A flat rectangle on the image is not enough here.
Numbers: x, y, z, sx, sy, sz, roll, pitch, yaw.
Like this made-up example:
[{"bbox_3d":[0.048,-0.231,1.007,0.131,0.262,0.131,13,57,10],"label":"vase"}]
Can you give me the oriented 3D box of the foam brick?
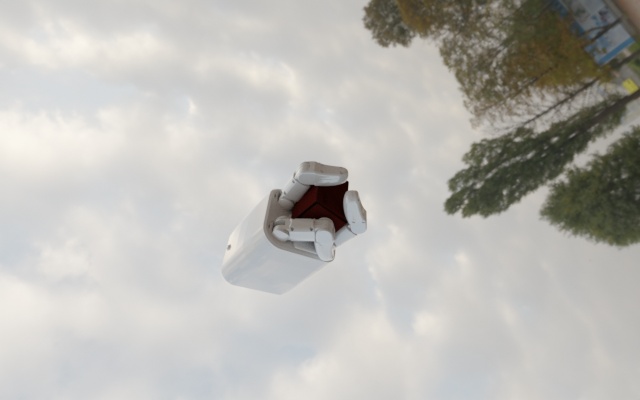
[{"bbox_3d":[0.000,0.002,0.601,0.053,0.078,0.051,33,-54,-23],"label":"foam brick"}]
